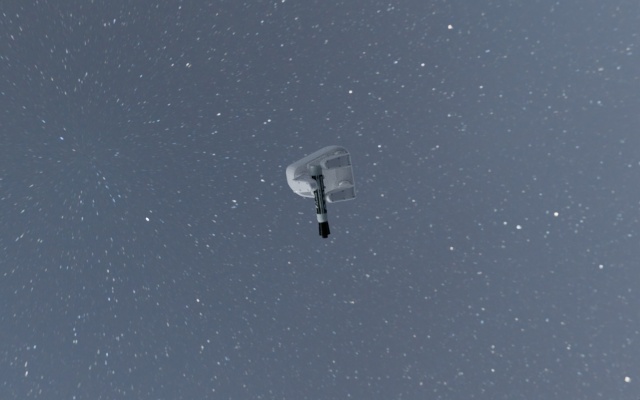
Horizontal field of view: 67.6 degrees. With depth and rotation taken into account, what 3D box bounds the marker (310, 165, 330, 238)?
[{"bbox_3d":[0.000,0.003,0.780,0.020,0.121,0.020,-8,9,1],"label":"marker"}]
